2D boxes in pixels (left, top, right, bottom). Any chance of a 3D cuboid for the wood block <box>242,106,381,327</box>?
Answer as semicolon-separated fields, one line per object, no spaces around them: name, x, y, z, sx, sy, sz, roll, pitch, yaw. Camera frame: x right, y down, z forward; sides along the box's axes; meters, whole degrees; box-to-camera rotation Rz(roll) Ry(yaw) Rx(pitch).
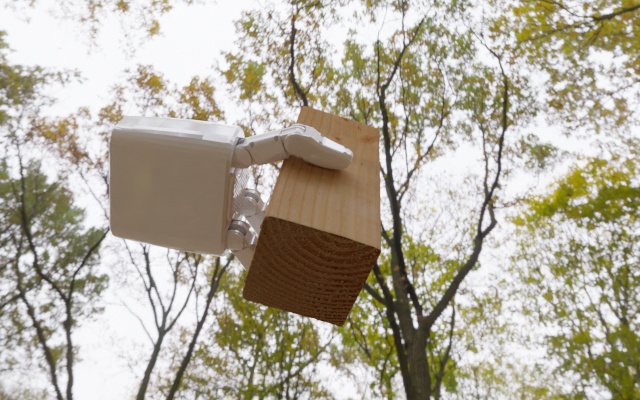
wood block;0.000;0.001;0.449;0.090;0.091;0.206;17;34;-5
